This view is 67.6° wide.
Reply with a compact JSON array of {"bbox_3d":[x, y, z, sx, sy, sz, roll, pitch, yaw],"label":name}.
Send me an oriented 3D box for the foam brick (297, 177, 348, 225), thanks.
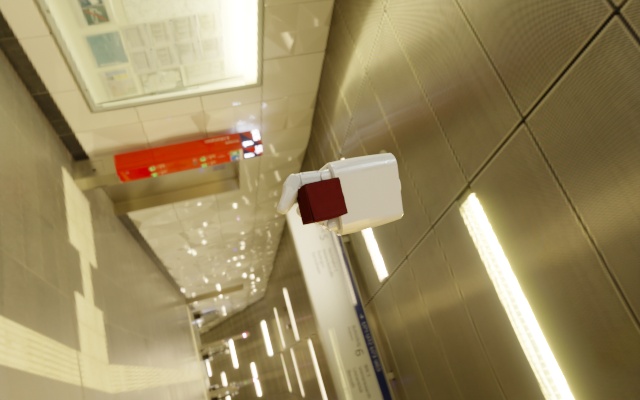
[{"bbox_3d":[0.000,0.002,0.676,0.051,0.053,0.078,-12,-4,-13],"label":"foam brick"}]
